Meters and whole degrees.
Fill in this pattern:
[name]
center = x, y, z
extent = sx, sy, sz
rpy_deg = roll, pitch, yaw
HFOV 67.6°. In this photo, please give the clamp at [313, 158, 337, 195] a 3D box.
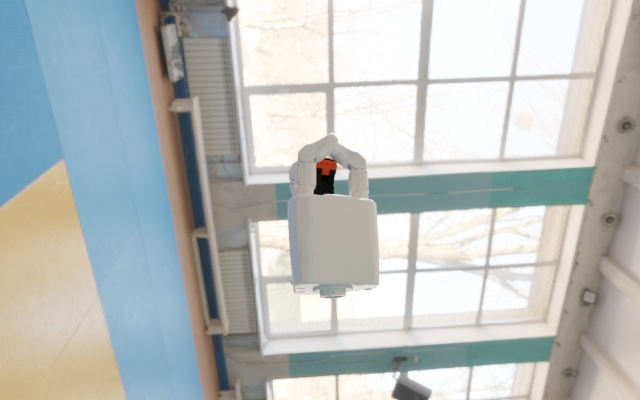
[clamp]
center = 0.001, 0.002, 0.678
extent = 0.039, 0.120, 0.171
rpy_deg = 0, -19, -2
